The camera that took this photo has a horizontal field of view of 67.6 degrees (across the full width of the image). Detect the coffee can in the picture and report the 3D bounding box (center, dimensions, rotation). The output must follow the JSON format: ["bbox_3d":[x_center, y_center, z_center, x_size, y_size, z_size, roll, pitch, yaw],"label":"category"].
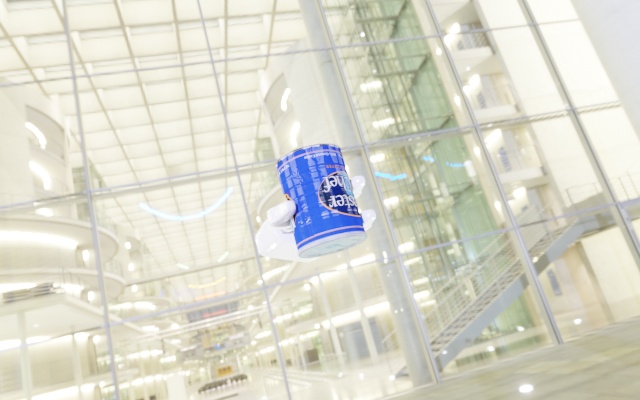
[{"bbox_3d":[0.000,0.002,0.696,0.103,0.140,0.103,-14,-16,-4],"label":"coffee can"}]
